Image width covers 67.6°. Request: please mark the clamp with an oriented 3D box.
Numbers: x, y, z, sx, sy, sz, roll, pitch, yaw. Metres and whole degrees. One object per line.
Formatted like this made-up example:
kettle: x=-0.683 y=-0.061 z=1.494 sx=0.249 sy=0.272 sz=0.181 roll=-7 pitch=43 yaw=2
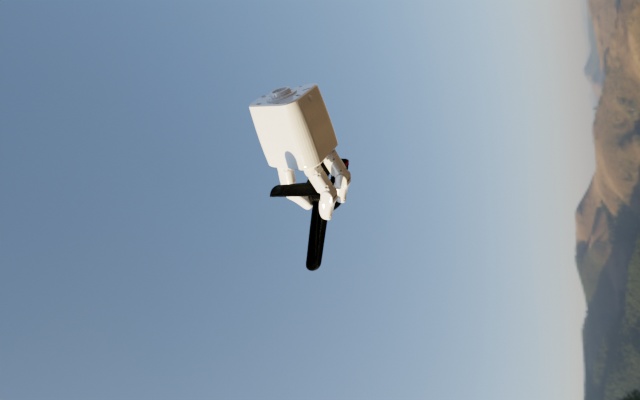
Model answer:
clamp: x=0.000 y=0.002 z=0.803 sx=0.036 sy=0.165 sz=0.210 roll=-1 pitch=31 yaw=32
